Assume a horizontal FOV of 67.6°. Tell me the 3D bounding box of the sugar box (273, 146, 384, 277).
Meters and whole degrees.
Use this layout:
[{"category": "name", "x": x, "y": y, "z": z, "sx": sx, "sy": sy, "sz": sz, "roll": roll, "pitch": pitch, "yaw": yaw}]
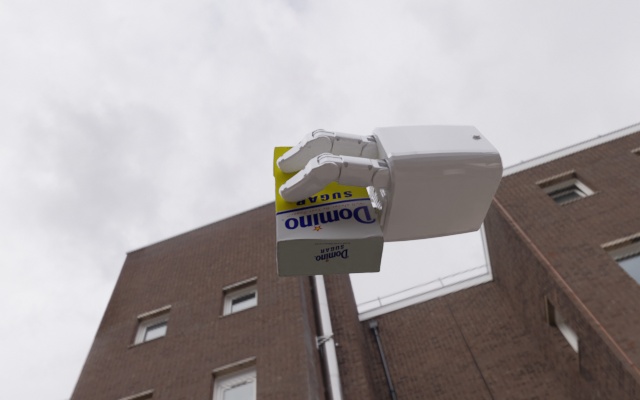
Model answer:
[{"category": "sugar box", "x": 0.000, "y": 0.001, "z": 0.476, "sx": 0.093, "sy": 0.048, "sz": 0.176, "roll": -2, "pitch": 31, "yaw": -6}]
